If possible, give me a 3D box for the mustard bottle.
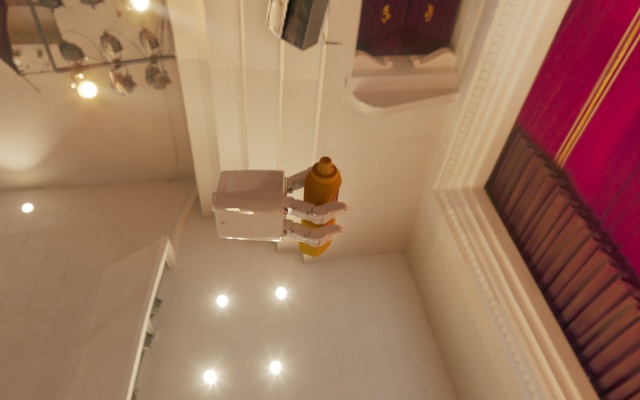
[{"bbox_3d":[0.000,0.003,0.794,0.058,0.192,0.096,20,49,12],"label":"mustard bottle"}]
